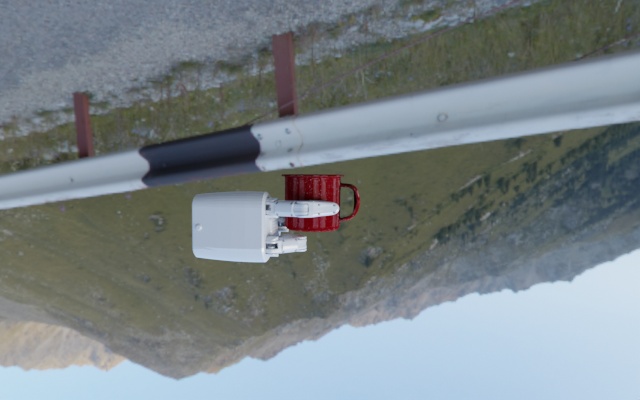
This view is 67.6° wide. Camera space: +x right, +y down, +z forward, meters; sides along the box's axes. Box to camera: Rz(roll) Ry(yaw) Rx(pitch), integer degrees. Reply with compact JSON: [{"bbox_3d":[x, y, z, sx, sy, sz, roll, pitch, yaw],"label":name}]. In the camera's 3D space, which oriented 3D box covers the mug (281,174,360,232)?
[{"bbox_3d":[0.002,0.003,0.707,0.117,0.081,0.093,1,4,8],"label":"mug"}]
